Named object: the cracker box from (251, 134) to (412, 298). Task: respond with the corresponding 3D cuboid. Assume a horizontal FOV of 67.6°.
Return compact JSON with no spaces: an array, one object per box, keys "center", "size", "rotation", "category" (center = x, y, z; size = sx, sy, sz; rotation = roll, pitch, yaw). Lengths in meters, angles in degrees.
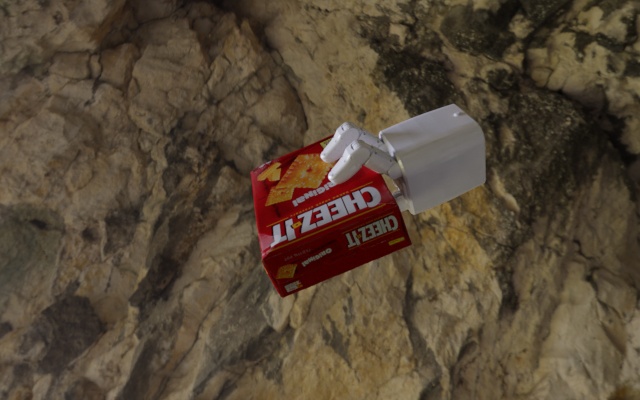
[{"center":[0.000,0.002,0.614],"size":[0.164,0.072,0.213],"rotation":[-23,33,3],"category":"cracker box"}]
